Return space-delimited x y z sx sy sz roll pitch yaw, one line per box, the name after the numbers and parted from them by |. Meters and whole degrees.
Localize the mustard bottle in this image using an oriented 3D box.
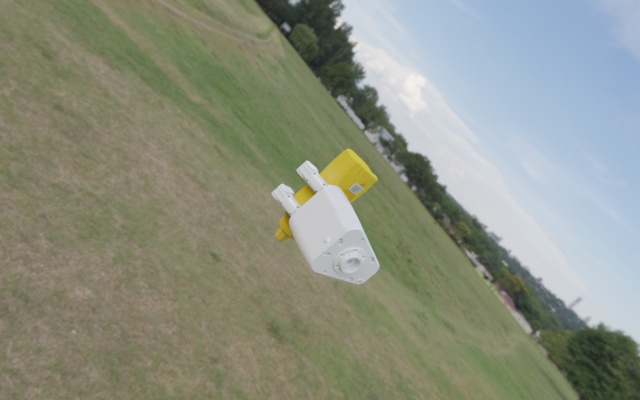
0.000 0.002 0.790 0.191 0.058 0.096 -41 -28 10 | mustard bottle
